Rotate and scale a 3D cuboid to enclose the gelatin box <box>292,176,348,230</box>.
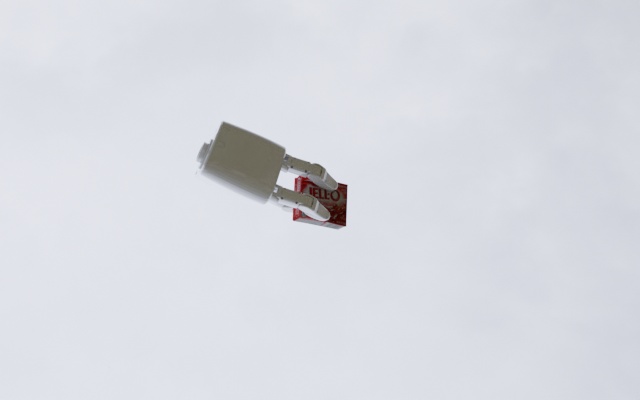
[{"bbox_3d":[0.000,0.003,0.769,0.089,0.073,0.030,13,-21,-27],"label":"gelatin box"}]
